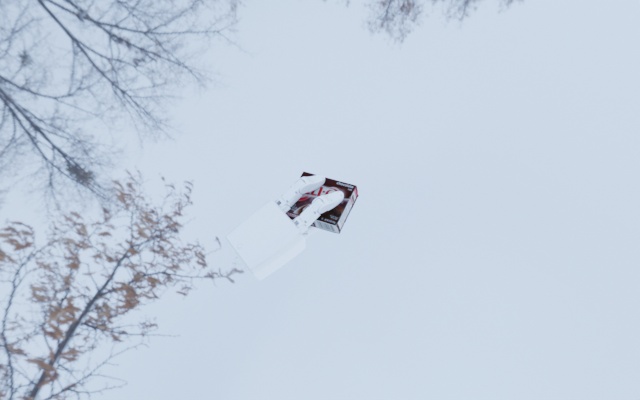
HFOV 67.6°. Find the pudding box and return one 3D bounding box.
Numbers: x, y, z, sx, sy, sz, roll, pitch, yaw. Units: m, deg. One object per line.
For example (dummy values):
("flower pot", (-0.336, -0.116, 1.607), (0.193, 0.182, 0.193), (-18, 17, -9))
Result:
("pudding box", (0.000, 0.003, 0.864), (0.113, 0.090, 0.039), (17, -27, 21))
